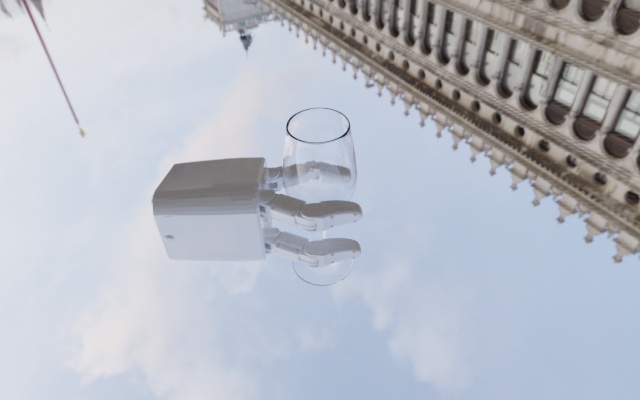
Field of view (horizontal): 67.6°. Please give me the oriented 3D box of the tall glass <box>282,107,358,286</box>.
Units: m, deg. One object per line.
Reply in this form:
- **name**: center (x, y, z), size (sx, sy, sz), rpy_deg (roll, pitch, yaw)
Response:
- **tall glass**: center (0.000, 0.002, 0.520), size (0.079, 0.201, 0.079), rpy_deg (-1, 42, 1)
